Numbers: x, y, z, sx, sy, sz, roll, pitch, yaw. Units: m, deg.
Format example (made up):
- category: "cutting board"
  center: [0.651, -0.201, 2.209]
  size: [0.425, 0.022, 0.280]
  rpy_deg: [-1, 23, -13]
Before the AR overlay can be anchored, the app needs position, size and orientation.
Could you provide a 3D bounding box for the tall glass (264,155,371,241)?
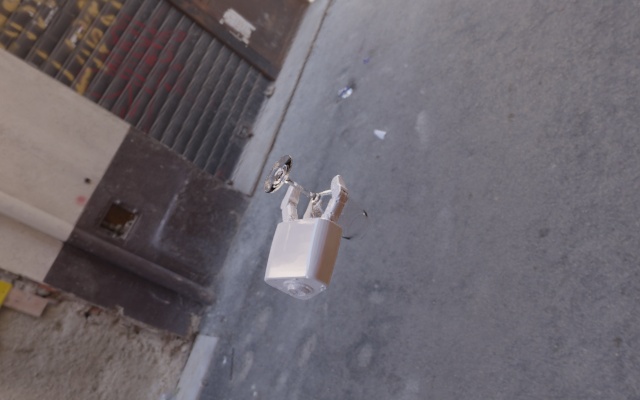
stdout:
- category: "tall glass"
  center: [0.000, 0.002, 0.853]
  size: [0.201, 0.079, 0.079]
  rpy_deg: [33, -18, -29]
